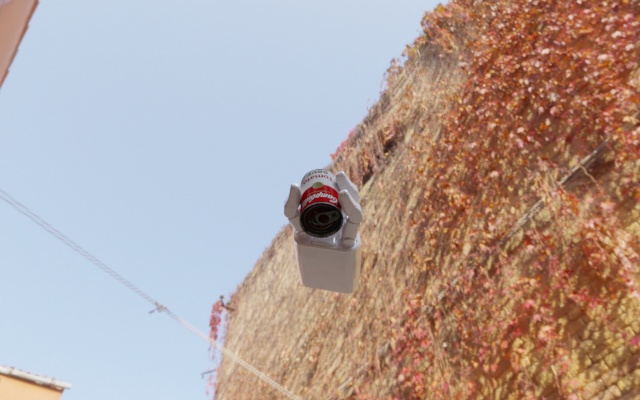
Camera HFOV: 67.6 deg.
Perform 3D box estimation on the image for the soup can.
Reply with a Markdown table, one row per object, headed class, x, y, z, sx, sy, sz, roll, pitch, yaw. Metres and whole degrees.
| class | x | y | z | sx | sy | sz | roll | pitch | yaw |
| --- | --- | --- | --- | --- | --- | --- | --- | --- | --- |
| soup can | 0.000 | 0.002 | 0.773 | 0.068 | 0.069 | 0.102 | 0 | 35 | -2 |
